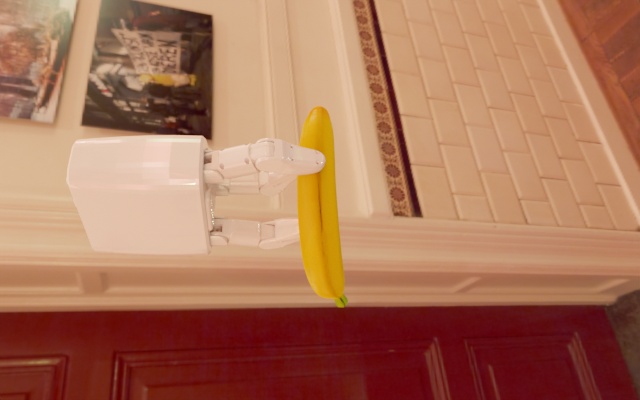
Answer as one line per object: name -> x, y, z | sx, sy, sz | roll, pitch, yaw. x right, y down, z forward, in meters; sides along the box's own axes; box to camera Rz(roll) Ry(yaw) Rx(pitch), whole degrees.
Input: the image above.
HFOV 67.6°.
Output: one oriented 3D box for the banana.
banana -> -0.001, 0.004, 0.440 | 0.037, 0.198, 0.069 | -5, -4, 5
